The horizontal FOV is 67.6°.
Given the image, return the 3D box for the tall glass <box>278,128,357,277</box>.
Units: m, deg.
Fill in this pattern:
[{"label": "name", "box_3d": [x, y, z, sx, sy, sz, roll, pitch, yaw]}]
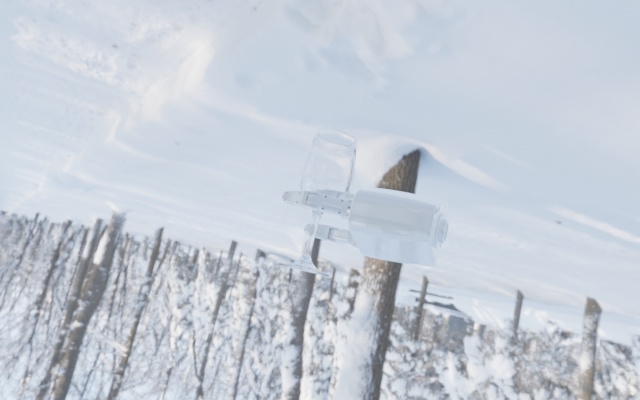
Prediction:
[{"label": "tall glass", "box_3d": [0.000, 0.003, 0.680, 0.079, 0.201, 0.079, 13, -9, 2]}]
